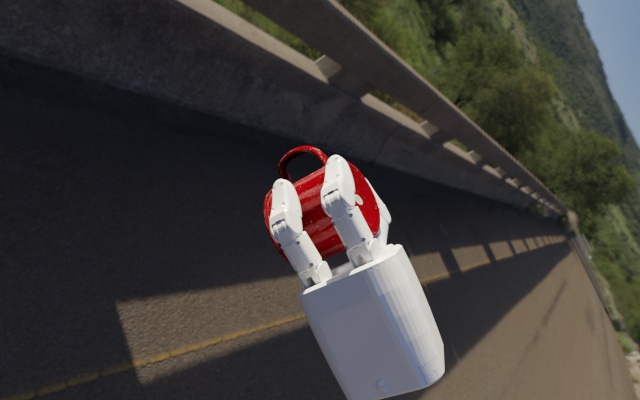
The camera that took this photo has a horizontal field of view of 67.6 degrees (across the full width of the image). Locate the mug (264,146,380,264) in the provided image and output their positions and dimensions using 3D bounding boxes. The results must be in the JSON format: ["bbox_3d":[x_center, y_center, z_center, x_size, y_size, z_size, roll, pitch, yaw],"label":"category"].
[{"bbox_3d":[0.000,0.000,0.470,0.081,0.117,0.093,-27,-5,28],"label":"mug"}]
